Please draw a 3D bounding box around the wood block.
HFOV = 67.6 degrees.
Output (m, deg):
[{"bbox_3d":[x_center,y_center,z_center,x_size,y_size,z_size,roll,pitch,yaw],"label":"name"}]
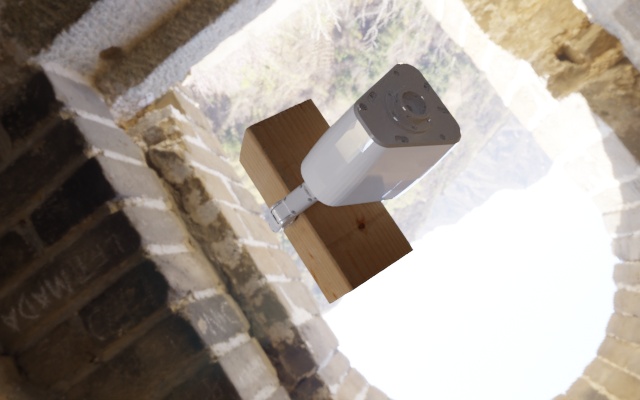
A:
[{"bbox_3d":[0.000,0.002,0.549,0.091,0.206,0.090,-29,-10,-22],"label":"wood block"}]
